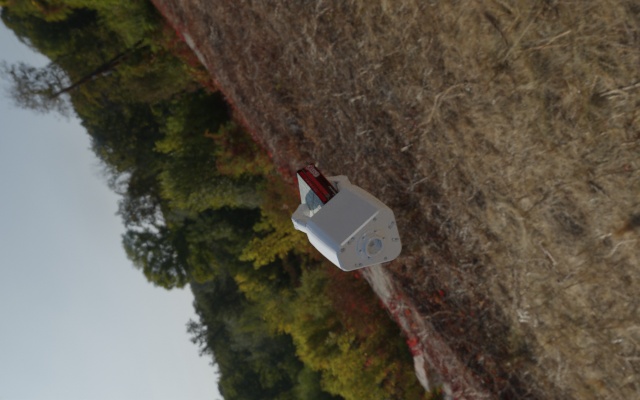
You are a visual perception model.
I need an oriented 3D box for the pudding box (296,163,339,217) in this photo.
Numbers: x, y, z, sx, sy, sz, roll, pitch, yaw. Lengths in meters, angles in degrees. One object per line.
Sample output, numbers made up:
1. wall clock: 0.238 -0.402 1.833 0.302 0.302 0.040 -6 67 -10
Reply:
1. pudding box: 0.000 0.003 0.833 0.039 0.090 0.114 -28 -33 -17
